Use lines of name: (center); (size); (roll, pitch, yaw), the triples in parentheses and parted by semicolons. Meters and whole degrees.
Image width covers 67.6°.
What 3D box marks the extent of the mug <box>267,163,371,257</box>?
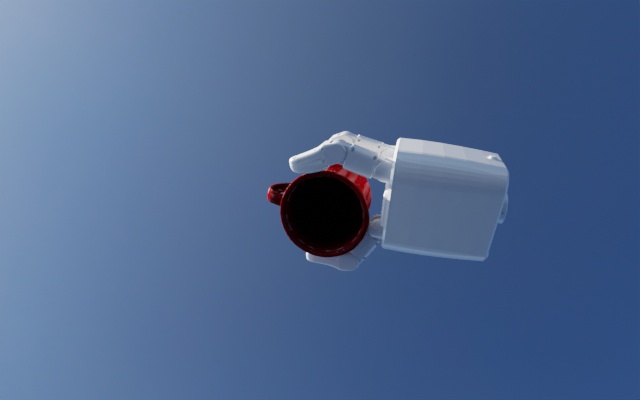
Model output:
mug: (-0.001, 0.001, 0.525); (0.117, 0.093, 0.081); (11, 18, 9)
